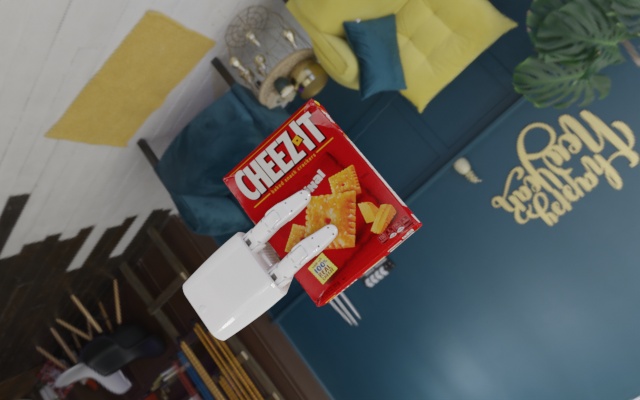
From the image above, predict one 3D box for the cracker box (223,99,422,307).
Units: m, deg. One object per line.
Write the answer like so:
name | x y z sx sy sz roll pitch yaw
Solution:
cracker box | 0.000 0.002 0.624 0.164 0.213 0.072 -41 -13 9
